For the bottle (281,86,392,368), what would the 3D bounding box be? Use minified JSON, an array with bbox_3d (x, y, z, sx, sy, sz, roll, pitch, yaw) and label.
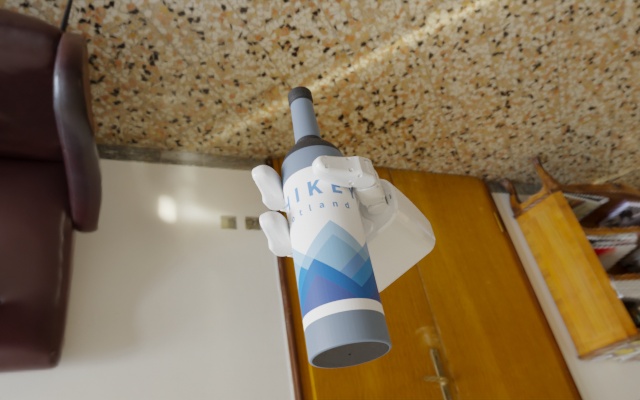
[{"bbox_3d":[0.000,0.002,0.456,0.069,0.295,0.069,-8,-34,-5],"label":"bottle"}]
